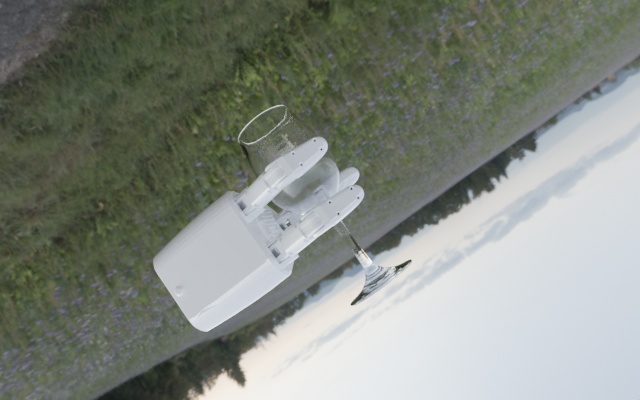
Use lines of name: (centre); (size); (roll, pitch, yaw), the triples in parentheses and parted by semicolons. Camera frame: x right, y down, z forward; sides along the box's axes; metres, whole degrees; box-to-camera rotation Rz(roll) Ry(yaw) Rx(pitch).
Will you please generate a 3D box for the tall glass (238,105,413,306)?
tall glass: (0.001, 0.002, 0.475); (0.079, 0.201, 0.079); (-36, -7, -5)
